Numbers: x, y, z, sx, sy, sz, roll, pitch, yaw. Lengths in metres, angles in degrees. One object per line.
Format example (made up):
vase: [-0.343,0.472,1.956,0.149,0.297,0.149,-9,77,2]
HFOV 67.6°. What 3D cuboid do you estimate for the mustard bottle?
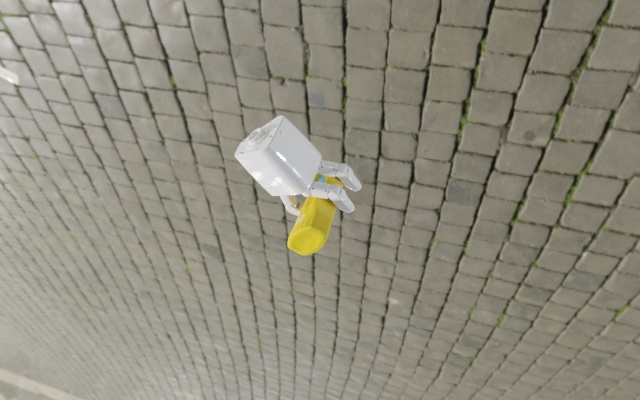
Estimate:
mustard bottle: [0.000,0.003,0.874,0.058,0.191,0.096,30,-40,-12]
